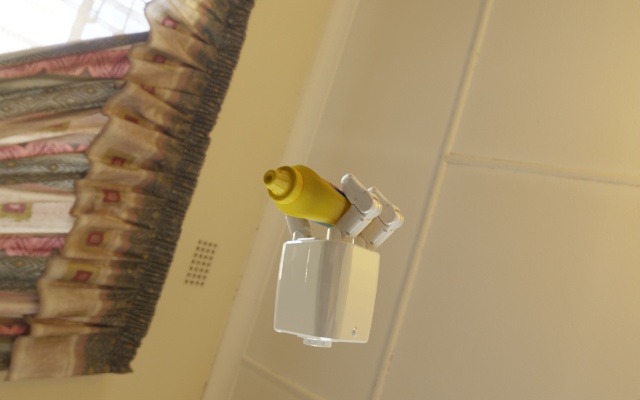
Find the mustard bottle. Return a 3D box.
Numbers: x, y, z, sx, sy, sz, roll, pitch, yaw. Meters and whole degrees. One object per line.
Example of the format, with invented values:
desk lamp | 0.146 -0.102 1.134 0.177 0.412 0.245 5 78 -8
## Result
mustard bottle | 0.000 0.002 0.570 0.096 0.058 0.192 29 3 38
